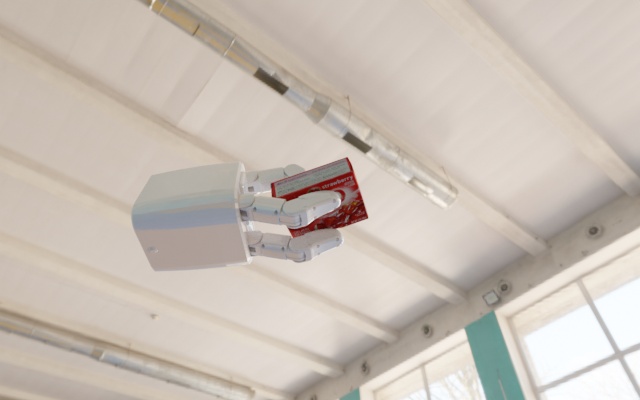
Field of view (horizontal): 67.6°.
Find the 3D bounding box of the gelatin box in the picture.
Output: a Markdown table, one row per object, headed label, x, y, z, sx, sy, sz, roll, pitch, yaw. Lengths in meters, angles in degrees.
| label | x | y | z | sx | sy | sz | roll | pitch | yaw |
| --- | --- | --- | --- | --- | --- | --- | --- | --- | --- |
| gelatin box | 0.000 | 0.001 | 0.513 | 0.089 | 0.073 | 0.030 | -19 | 42 | 3 |
